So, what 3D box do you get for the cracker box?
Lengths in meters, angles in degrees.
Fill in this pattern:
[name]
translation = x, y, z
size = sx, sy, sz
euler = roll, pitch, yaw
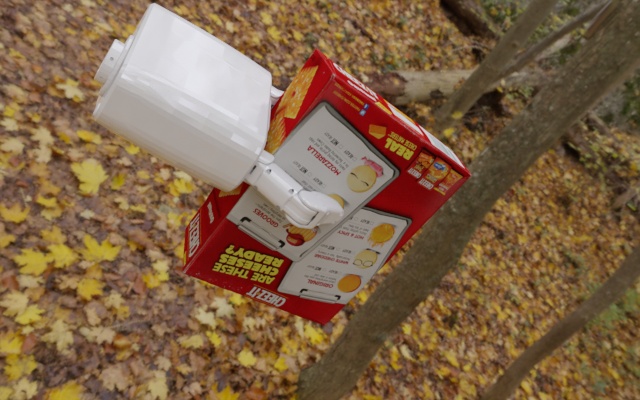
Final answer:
[cracker box]
translation = 0.000, 0.001, 0.436
size = 0.164, 0.214, 0.072
euler = 28, 24, -29
